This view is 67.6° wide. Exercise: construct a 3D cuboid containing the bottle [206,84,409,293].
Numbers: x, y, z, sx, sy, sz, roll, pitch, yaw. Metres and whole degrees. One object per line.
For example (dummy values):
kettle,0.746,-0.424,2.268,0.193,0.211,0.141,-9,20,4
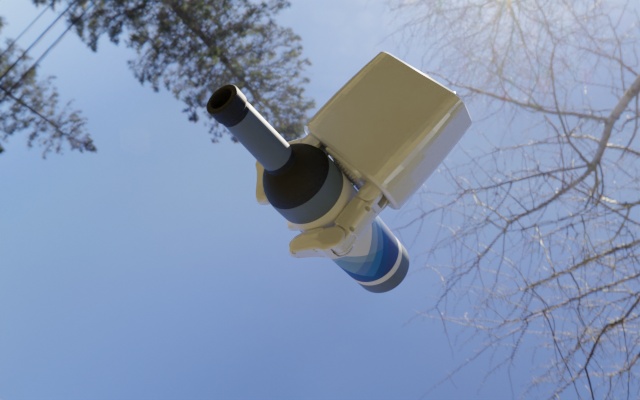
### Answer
bottle,0.000,0.002,0.446,0.069,0.069,0.296,0,-30,34
